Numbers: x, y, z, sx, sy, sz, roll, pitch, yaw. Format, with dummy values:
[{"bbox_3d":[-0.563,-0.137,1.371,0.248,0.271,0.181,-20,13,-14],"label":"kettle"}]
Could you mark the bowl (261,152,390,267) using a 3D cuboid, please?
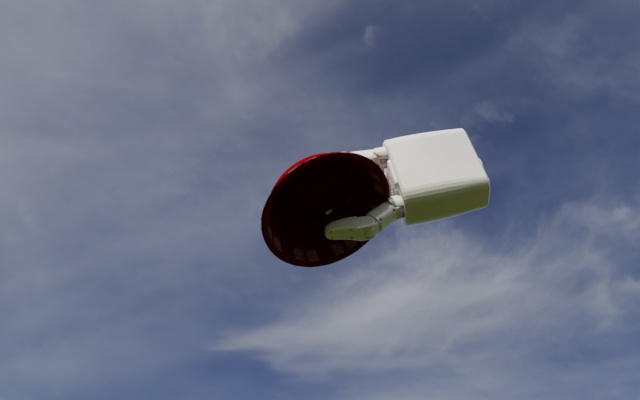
[{"bbox_3d":[-0.001,0.002,0.577,0.162,0.162,0.055,0,33,-25],"label":"bowl"}]
